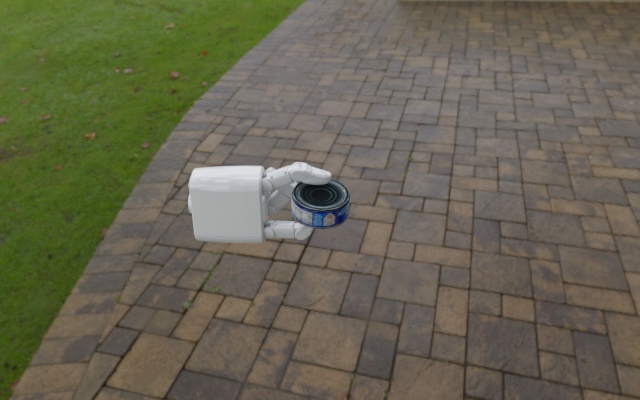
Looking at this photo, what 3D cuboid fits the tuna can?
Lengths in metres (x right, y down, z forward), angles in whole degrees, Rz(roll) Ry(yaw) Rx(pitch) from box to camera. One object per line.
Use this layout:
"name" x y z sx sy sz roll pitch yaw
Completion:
"tuna can" 0.000 0.002 0.697 0.086 0.034 0.086 2 36 -2
